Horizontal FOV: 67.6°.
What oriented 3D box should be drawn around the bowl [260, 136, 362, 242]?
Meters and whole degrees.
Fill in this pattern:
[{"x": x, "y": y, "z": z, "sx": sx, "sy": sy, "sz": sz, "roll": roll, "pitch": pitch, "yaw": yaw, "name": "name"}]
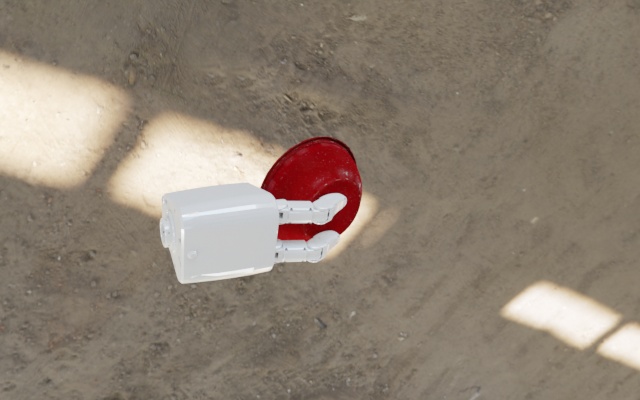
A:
[{"x": 0.001, "y": 0.002, "z": 0.618, "sx": 0.162, "sy": 0.162, "sz": 0.055, "roll": 0, "pitch": 27, "yaw": -41, "name": "bowl"}]
